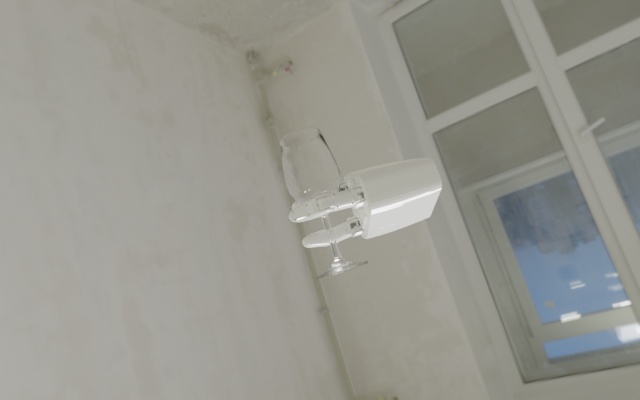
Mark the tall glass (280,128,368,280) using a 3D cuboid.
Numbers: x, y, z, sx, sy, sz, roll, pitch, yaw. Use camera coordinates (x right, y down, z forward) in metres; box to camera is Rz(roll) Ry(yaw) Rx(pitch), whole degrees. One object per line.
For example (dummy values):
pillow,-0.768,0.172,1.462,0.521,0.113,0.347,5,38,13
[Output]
tall glass,0.000,0.003,0.662,0.079,0.201,0.079,-17,-12,-4
